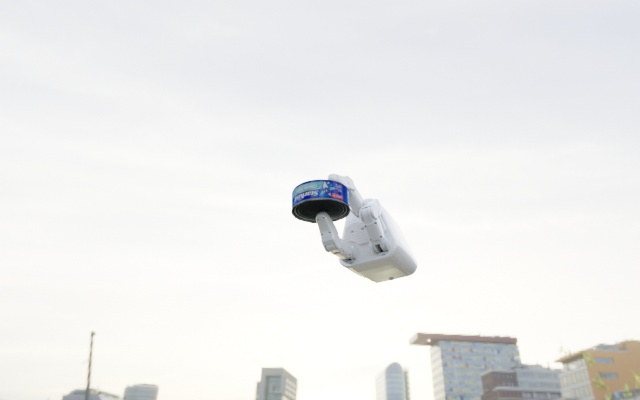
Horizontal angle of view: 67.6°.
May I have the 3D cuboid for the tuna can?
[{"bbox_3d":[0.000,0.002,0.697,0.086,0.033,0.086,-1,-25,-1],"label":"tuna can"}]
